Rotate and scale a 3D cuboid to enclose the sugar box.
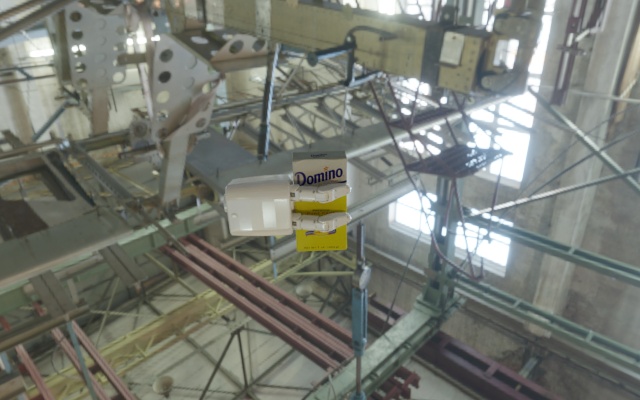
[{"bbox_3d":[0.000,0.003,0.834,0.093,0.176,0.048,-3,28,-1],"label":"sugar box"}]
